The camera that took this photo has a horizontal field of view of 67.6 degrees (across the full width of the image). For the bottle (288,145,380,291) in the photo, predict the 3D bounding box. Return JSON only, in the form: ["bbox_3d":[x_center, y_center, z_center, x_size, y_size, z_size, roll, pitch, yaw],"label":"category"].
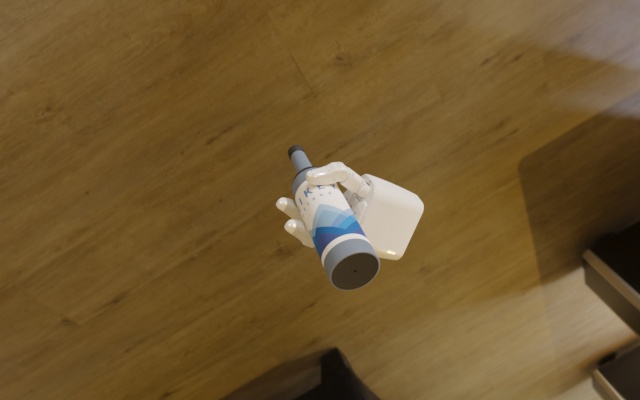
[{"bbox_3d":[0.000,0.002,0.697,0.069,0.069,0.295,0,35,-21],"label":"bottle"}]
